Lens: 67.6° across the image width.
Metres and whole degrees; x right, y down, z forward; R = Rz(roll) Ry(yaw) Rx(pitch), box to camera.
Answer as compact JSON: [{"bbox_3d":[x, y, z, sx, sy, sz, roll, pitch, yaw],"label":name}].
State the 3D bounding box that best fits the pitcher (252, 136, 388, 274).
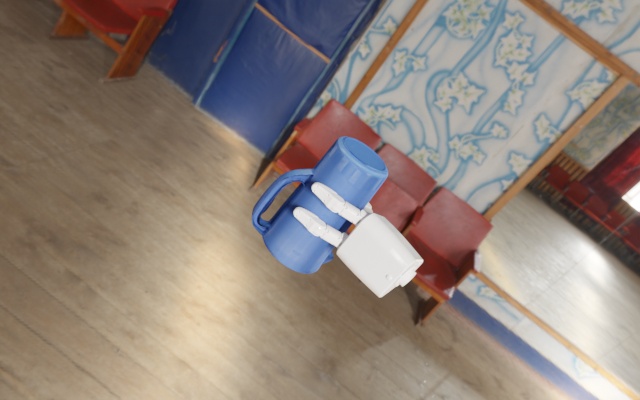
[{"bbox_3d":[0.000,0.003,0.857,0.145,0.243,0.149,48,27,20],"label":"pitcher"}]
